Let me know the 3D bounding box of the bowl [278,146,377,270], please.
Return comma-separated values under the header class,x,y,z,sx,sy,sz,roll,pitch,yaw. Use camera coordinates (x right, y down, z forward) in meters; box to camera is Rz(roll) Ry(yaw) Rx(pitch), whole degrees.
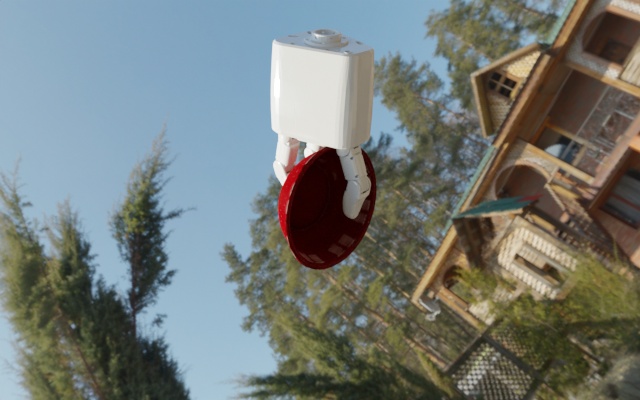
class,x,y,z,sx,sy,sz,roll,pitch,yaw
bowl,0.000,0.003,0.601,0.055,0.162,0.162,18,12,41
